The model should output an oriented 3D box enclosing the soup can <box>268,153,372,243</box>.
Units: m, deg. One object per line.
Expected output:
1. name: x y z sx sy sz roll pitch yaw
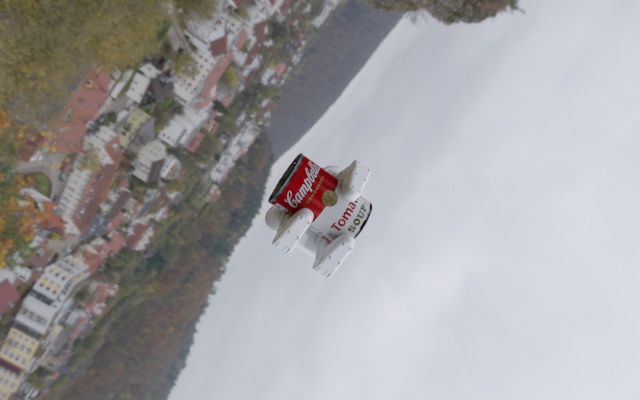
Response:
1. soup can: 0.001 0.002 0.552 0.102 0.068 0.068 34 -8 -11
